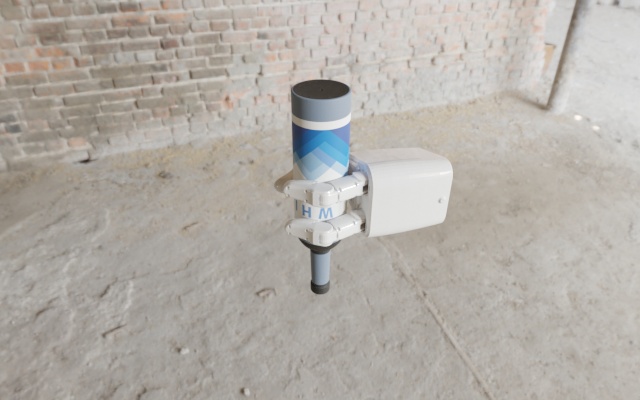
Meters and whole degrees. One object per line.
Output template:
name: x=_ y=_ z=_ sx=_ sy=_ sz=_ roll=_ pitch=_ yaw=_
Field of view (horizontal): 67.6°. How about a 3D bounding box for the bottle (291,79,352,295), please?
bottle: x=0.000 y=0.002 z=0.600 sx=0.069 sy=0.296 sz=0.069 roll=0 pitch=33 yaw=0
